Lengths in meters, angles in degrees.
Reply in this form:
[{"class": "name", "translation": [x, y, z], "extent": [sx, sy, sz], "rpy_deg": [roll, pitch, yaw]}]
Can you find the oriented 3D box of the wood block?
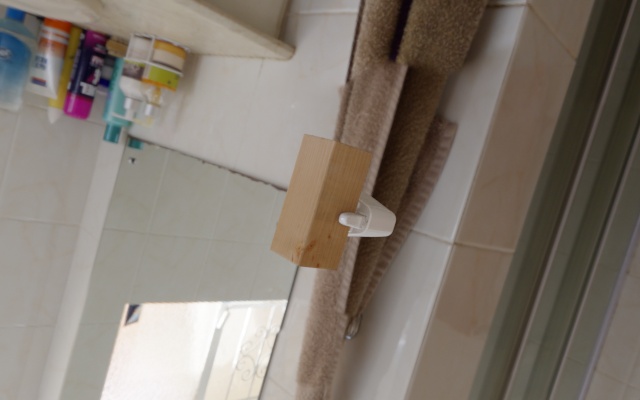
[{"class": "wood block", "translation": [0.001, 0.003, 0.805], "extent": [0.090, 0.206, 0.091], "rpy_deg": [13, 5, -41]}]
